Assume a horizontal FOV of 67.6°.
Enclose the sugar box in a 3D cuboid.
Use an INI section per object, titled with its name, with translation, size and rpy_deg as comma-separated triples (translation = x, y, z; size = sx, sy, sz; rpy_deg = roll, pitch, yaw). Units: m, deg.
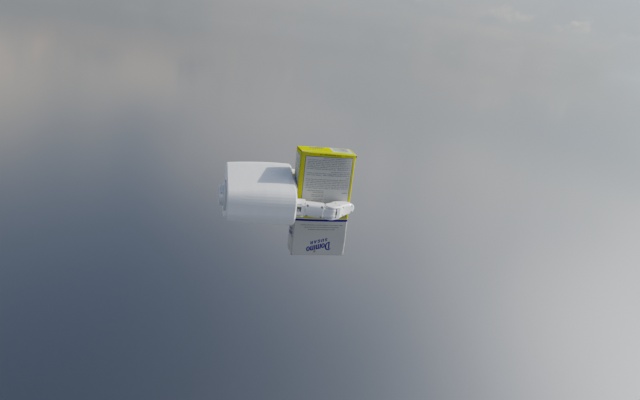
[sugar box]
translation = 0.000, 0.002, 0.785
size = 0.093, 0.176, 0.048
rpy_deg = 3, 20, -15
